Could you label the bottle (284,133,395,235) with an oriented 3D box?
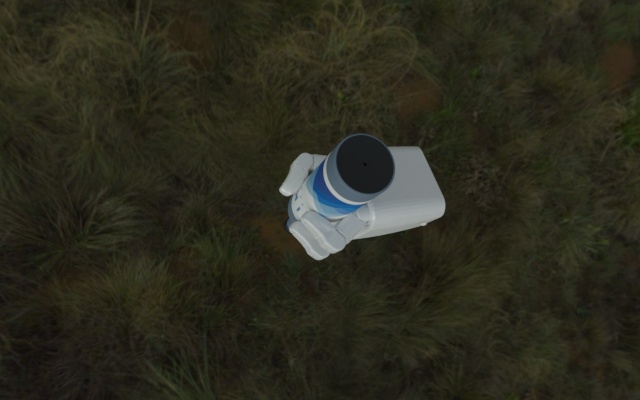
[{"bbox_3d":[0.000,0.002,0.609,0.069,0.069,0.296,0,-15,-18],"label":"bottle"}]
